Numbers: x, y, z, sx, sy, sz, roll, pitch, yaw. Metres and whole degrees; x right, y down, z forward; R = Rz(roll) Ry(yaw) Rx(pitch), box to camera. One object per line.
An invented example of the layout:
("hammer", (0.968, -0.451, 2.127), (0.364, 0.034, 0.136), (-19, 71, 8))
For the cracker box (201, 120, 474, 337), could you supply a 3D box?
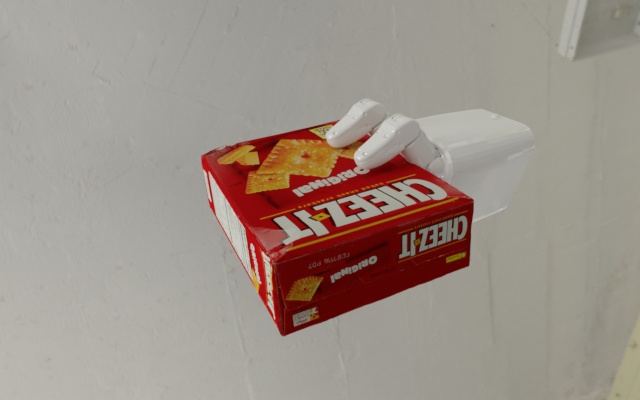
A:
("cracker box", (0.000, 0.001, 0.423), (0.164, 0.072, 0.213), (-16, 31, -20))
